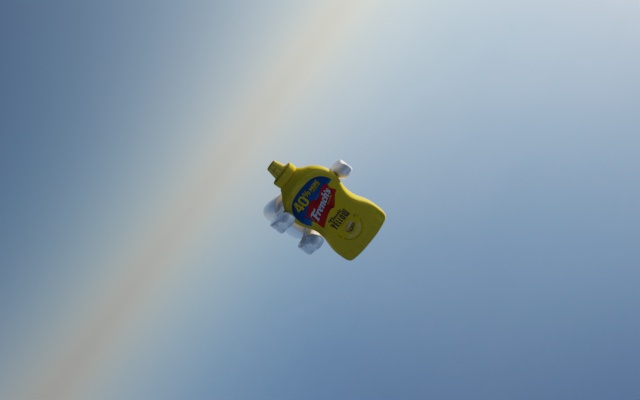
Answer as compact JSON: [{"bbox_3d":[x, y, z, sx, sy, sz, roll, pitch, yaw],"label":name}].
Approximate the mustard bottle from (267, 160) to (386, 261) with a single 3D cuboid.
[{"bbox_3d":[0.000,0.003,0.731,0.191,0.096,0.058,37,8,-12],"label":"mustard bottle"}]
